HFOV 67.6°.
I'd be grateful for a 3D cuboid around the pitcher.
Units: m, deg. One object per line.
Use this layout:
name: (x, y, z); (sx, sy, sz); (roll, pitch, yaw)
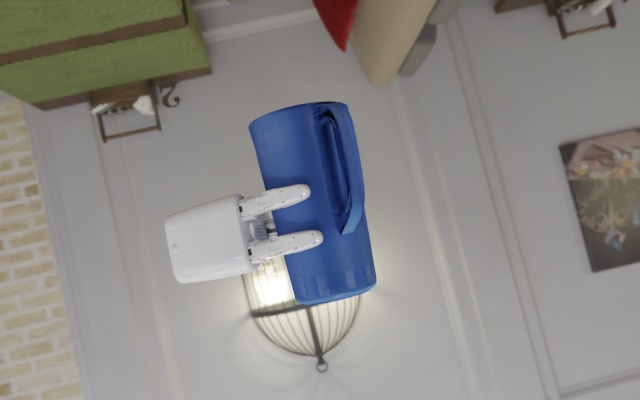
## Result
pitcher: (0.000, 0.002, 0.607); (0.145, 0.243, 0.149); (-14, -4, 14)
